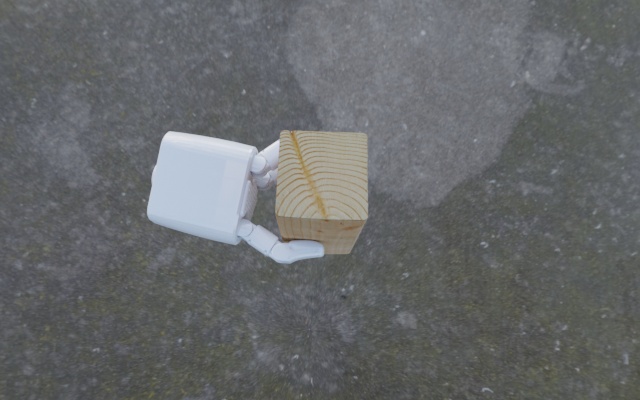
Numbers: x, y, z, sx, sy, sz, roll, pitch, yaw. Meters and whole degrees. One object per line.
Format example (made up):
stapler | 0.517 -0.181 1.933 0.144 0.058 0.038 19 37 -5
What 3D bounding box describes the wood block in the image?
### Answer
wood block | 0.000 0.002 0.560 0.090 0.090 0.206 2 -15 -1
